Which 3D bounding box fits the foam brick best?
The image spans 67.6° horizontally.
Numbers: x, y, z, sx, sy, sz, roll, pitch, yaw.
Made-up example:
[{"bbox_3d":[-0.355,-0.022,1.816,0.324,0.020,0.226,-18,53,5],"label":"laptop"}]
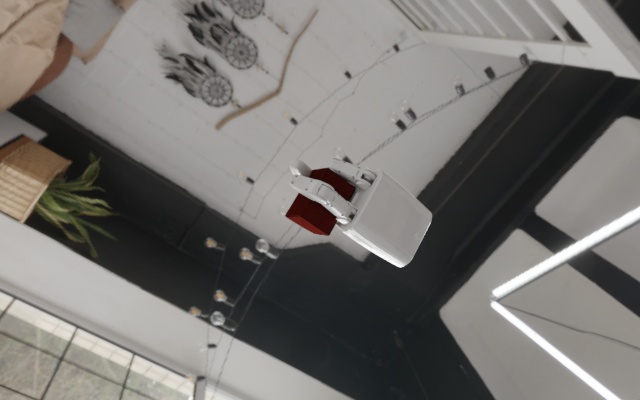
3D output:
[{"bbox_3d":[0.000,0.002,0.641,0.051,0.078,0.053,36,-15,-21],"label":"foam brick"}]
